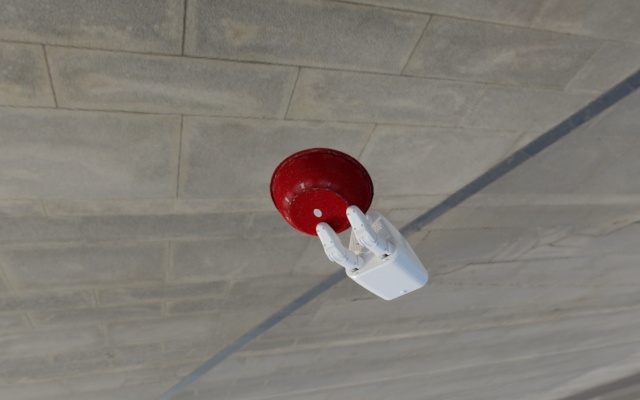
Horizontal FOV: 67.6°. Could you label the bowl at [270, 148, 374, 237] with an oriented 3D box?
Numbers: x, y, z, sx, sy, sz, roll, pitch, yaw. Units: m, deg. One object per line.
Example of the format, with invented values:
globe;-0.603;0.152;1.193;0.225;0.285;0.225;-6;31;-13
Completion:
bowl;-0.001;0.002;0.720;0.162;0.162;0.055;0;38;5
